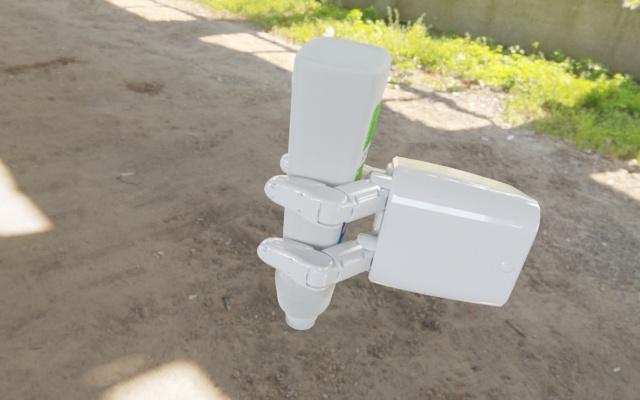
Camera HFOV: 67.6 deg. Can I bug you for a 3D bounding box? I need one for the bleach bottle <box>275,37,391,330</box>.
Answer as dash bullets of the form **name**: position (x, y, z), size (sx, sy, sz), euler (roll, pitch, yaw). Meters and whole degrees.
- **bleach bottle**: position (0.000, 0.001, 0.403), size (0.068, 0.251, 0.102), euler (12, 29, 5)
